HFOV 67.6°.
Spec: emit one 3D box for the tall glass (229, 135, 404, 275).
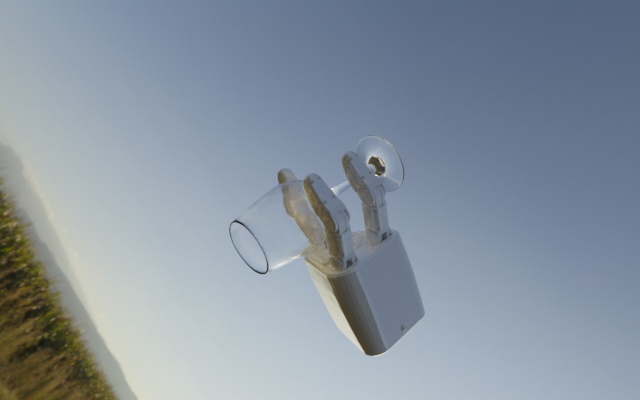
[{"bbox_3d":[0.000,0.001,0.521,0.201,0.079,0.079,-32,18,-32],"label":"tall glass"}]
